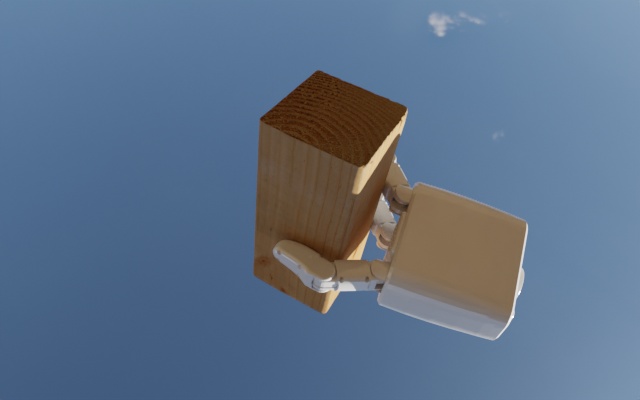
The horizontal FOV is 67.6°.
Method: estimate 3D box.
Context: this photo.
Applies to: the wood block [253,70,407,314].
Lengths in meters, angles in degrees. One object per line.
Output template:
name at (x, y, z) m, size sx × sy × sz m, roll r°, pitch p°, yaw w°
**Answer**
wood block at (0.000, 0.002, 0.443) m, size 0.090 × 0.206 × 0.090 m, roll 27°, pitch 49°, yaw 15°
